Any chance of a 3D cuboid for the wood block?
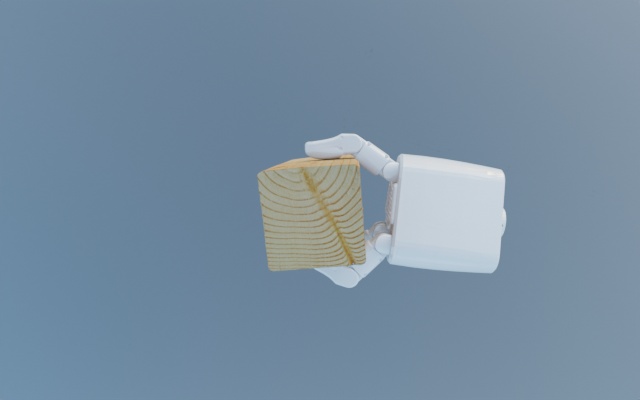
[{"bbox_3d":[0.000,0.001,0.514,0.090,0.091,0.206,-4,7,5],"label":"wood block"}]
